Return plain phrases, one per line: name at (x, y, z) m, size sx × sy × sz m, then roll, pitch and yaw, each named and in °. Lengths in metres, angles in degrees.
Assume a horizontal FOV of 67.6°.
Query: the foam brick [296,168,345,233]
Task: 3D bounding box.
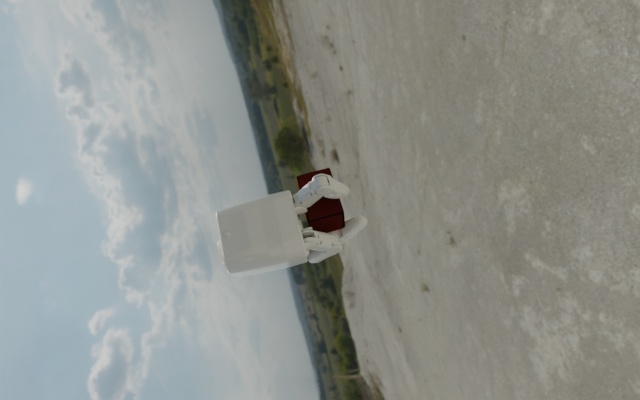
foam brick at (0.000, 0.002, 0.685) m, size 0.051 × 0.078 × 0.053 m, roll -15°, pitch -29°, yaw -3°
